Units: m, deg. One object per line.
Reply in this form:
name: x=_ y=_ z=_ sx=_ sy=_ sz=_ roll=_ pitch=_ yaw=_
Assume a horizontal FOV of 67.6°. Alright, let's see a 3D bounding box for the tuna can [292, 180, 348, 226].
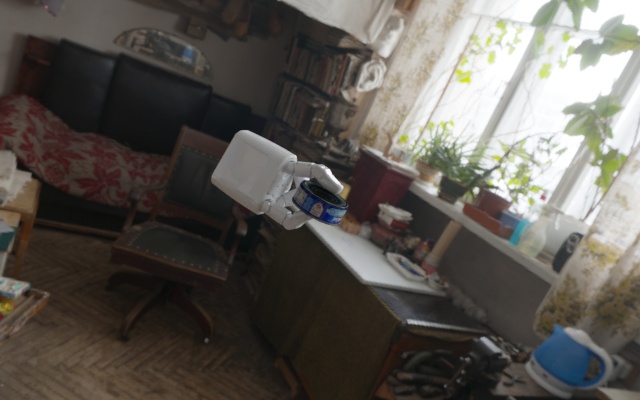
tuna can: x=0.000 y=0.002 z=0.754 sx=0.086 sy=0.034 sz=0.086 roll=27 pitch=16 yaw=-8
